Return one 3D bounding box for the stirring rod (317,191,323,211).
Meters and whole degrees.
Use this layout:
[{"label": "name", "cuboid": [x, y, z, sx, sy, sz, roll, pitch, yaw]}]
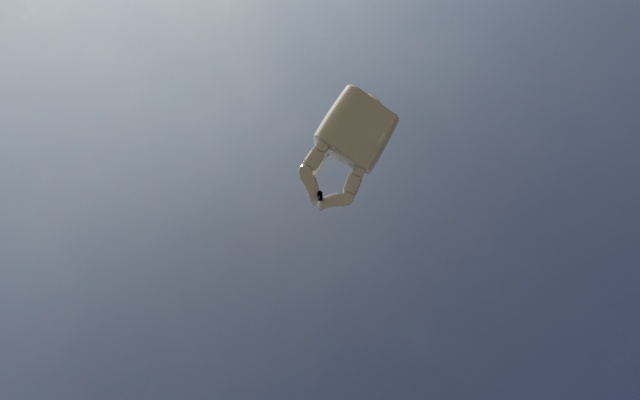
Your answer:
[{"label": "stirring rod", "cuboid": [0.000, 0.003, 0.839, 0.011, 0.011, 0.239, 0, -6, 0]}]
